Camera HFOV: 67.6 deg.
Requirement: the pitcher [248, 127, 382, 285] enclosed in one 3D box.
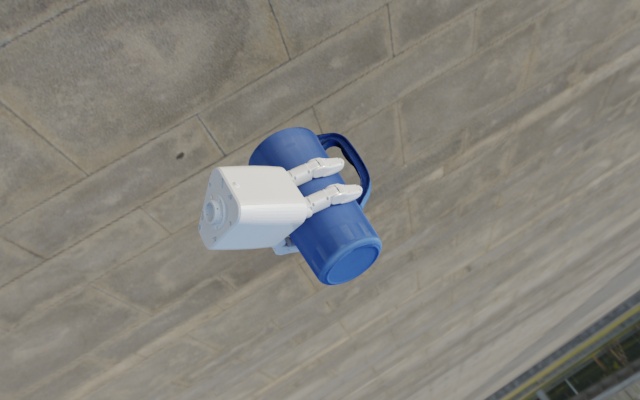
[{"bbox_3d":[0.000,0.003,0.752,0.145,0.242,0.149,1,-45,-42],"label":"pitcher"}]
